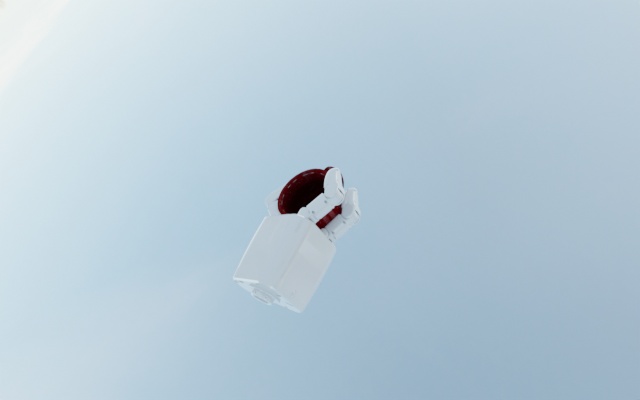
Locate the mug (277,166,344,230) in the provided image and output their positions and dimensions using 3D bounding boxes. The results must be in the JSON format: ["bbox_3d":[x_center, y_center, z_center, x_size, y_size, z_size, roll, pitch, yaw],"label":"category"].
[{"bbox_3d":[0.001,0.001,0.735,0.093,0.117,0.081,9,-30,40],"label":"mug"}]
